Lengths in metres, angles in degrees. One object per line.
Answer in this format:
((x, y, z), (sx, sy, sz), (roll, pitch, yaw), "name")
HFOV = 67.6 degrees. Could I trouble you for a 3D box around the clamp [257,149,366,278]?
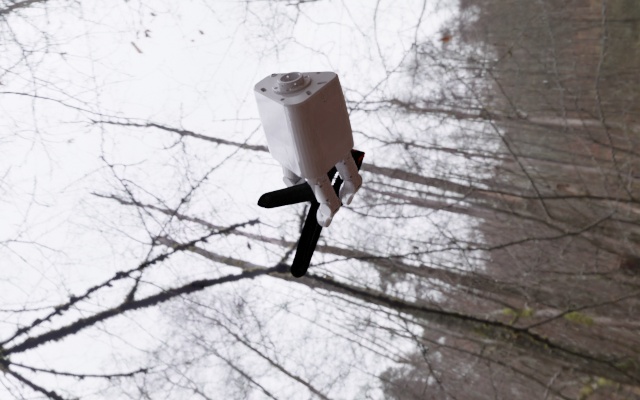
((0.000, 0.002, 0.698), (0.036, 0.165, 0.210), (20, 49, 33), "clamp")
